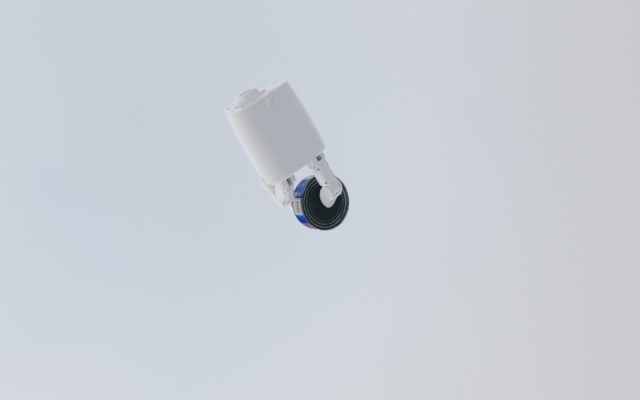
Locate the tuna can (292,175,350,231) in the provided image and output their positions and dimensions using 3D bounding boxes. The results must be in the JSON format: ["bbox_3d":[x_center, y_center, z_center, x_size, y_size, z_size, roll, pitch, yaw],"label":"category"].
[{"bbox_3d":[0.000,0.002,0.729,0.086,0.086,0.034,0,1,-32],"label":"tuna can"}]
